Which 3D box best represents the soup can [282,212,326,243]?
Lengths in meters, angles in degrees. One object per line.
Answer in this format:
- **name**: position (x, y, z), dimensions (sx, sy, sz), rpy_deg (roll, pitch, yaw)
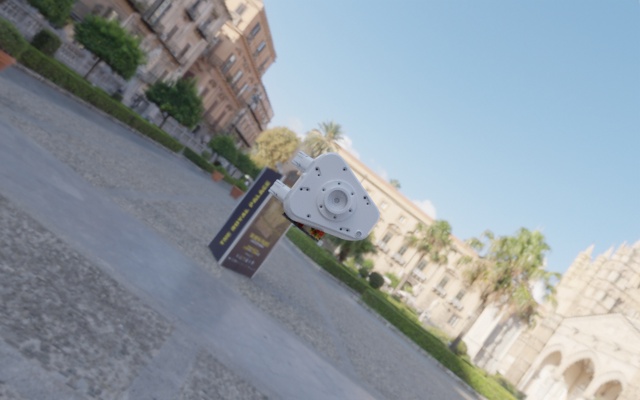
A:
- **soup can**: position (0.000, 0.002, 0.709), dimensions (0.068, 0.102, 0.068), rpy_deg (38, -4, 3)
